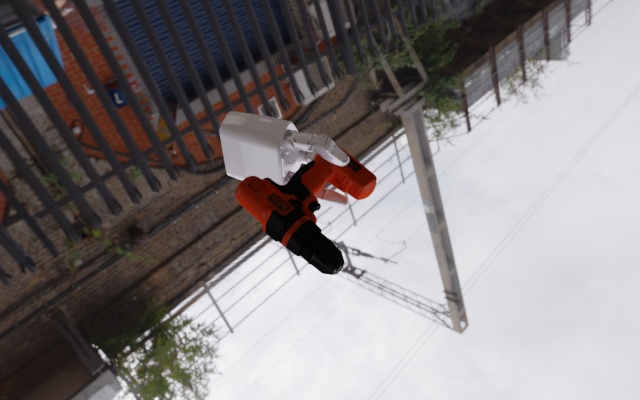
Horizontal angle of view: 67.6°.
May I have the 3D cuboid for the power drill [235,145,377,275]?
[{"bbox_3d":[0.000,0.002,0.688,0.187,0.184,0.057,-36,-19,-41],"label":"power drill"}]
